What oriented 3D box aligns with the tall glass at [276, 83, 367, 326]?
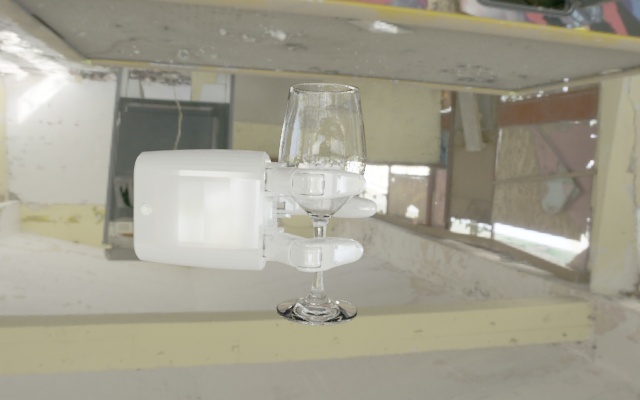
[{"bbox_3d":[0.000,0.002,0.424,0.079,0.201,0.079,2,6,0],"label":"tall glass"}]
